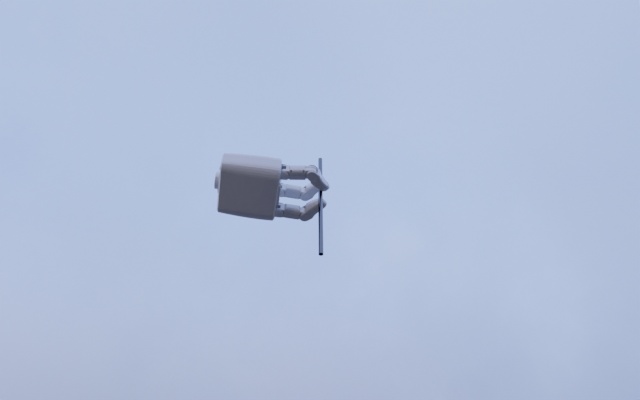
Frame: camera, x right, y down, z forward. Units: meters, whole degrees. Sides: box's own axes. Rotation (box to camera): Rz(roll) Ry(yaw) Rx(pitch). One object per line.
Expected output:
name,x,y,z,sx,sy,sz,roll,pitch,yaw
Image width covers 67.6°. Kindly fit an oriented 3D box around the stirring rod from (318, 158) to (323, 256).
stirring rod,0.000,0.003,0.860,0.011,0.011,0.239,0,45,0
